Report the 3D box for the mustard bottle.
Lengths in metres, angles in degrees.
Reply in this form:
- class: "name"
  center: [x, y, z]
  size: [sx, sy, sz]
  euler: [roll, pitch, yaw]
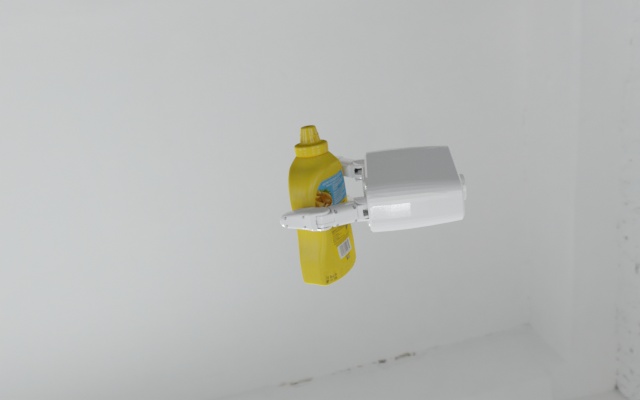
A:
- class: "mustard bottle"
  center: [0.000, 0.002, 0.596]
  size: [0.058, 0.192, 0.096]
  euler: [2, 21, 31]
